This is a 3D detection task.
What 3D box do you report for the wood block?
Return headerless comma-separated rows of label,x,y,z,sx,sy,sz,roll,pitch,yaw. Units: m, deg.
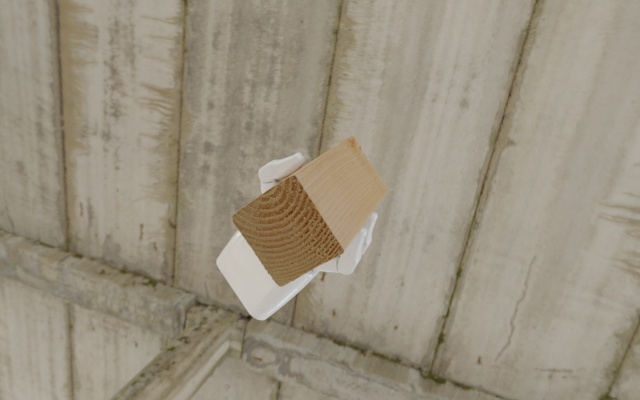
wood block,0.000,0.002,0.556,0.090,0.091,0.206,-32,5,26
